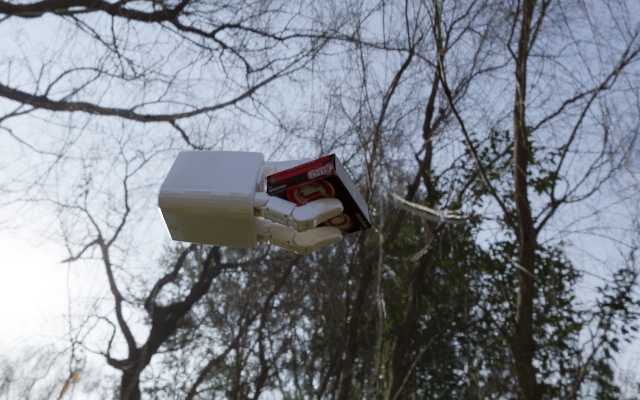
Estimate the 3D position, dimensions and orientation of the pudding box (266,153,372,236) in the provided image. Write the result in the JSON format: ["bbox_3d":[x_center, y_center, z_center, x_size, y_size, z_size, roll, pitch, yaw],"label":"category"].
[{"bbox_3d":[0.000,0.002,0.572,0.090,0.039,0.113,-17,-40,21],"label":"pudding box"}]
